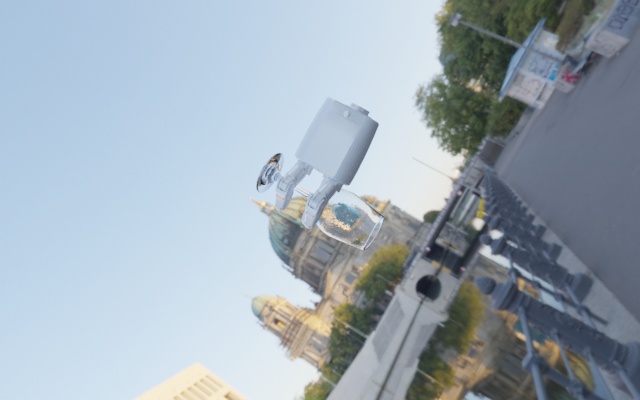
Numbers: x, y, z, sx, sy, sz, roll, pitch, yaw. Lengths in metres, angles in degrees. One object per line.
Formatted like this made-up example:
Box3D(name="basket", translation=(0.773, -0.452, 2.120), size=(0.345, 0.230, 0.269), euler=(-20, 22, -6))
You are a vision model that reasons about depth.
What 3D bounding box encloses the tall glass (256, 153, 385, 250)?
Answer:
Box3D(name="tall glass", translation=(-0.001, 0.002, 0.759), size=(0.201, 0.079, 0.079), euler=(31, 8, 15))
